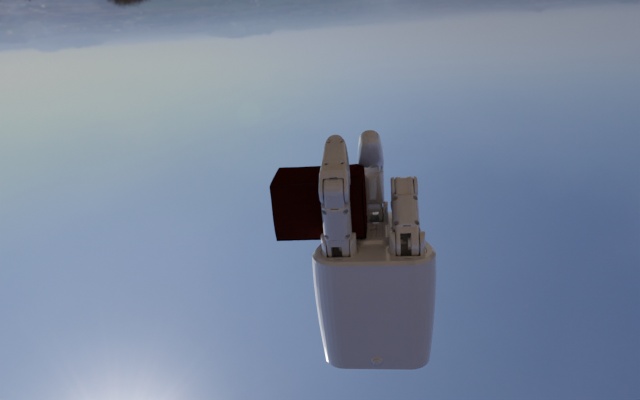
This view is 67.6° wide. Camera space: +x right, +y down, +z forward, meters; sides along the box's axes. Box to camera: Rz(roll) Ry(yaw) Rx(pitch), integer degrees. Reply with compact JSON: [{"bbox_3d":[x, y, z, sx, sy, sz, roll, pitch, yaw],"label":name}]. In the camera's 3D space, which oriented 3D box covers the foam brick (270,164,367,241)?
[{"bbox_3d":[0.000,0.001,0.410,0.078,0.051,0.053,-2,21,7],"label":"foam brick"}]
